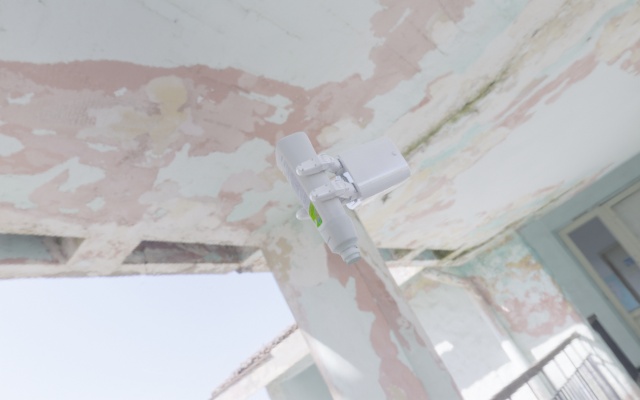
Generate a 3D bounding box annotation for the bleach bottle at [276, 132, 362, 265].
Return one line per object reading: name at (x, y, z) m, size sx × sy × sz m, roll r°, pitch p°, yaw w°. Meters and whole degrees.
bleach bottle at (0.000, 0.003, 0.842) m, size 0.068 × 0.250 × 0.103 m, roll -24°, pitch -24°, yaw -12°
